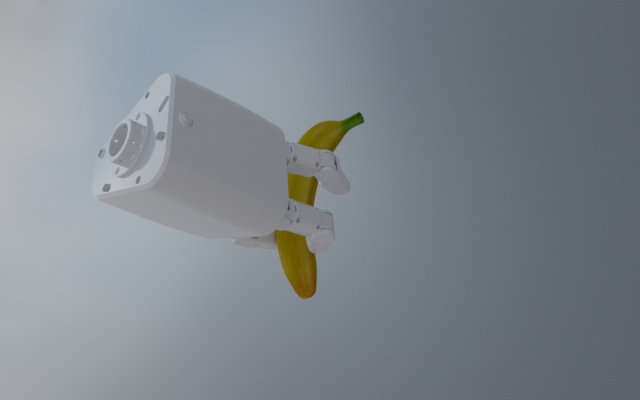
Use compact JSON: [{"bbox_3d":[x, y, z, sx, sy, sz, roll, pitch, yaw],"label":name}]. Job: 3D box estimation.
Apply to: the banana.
[{"bbox_3d":[-0.013,-0.003,0.485,0.069,0.197,0.037,4,-16,41],"label":"banana"}]
